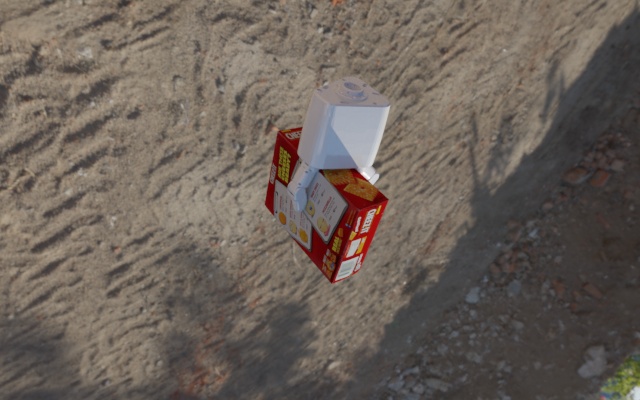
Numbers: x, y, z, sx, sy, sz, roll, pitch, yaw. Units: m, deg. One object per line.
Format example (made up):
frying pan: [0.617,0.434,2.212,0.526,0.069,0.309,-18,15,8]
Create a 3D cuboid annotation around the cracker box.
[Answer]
cracker box: [0.000,0.003,0.789,0.072,0.164,0.213,-17,48,-35]
